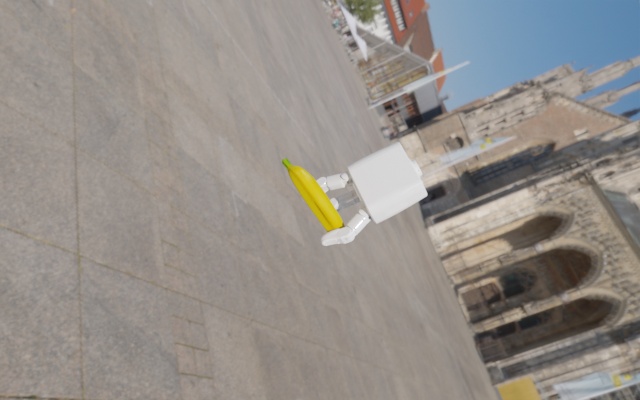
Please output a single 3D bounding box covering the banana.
[{"bbox_3d":[0.001,0.007,0.848,0.037,0.198,0.069,-32,24,5],"label":"banana"}]
